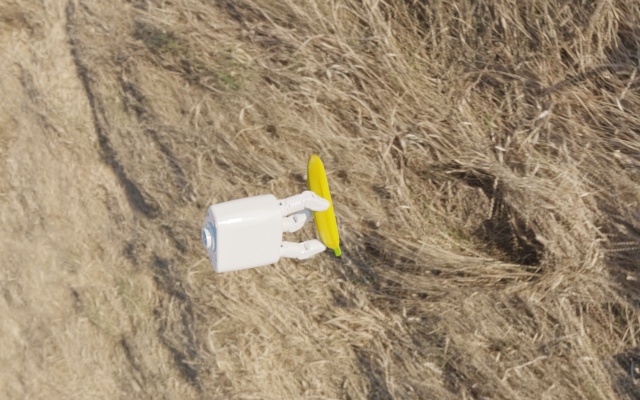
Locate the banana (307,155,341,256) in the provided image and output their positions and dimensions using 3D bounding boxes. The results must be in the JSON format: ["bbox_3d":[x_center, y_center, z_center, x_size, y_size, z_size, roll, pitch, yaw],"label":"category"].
[{"bbox_3d":[0.001,0.001,0.861,0.037,0.197,0.070,-11,-14,-2],"label":"banana"}]
